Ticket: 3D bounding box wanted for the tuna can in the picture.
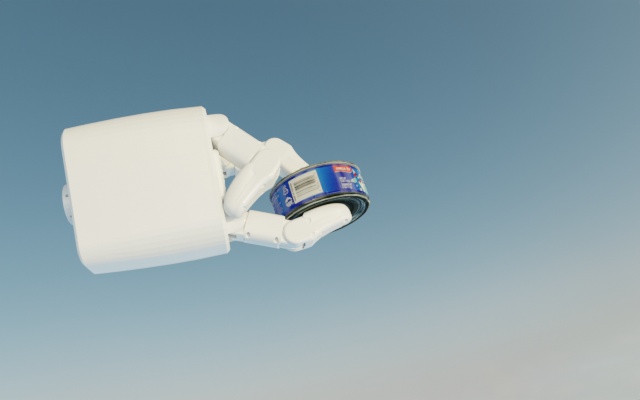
[{"bbox_3d":[0.000,0.002,0.426,0.086,0.033,0.086,-16,-24,-7],"label":"tuna can"}]
